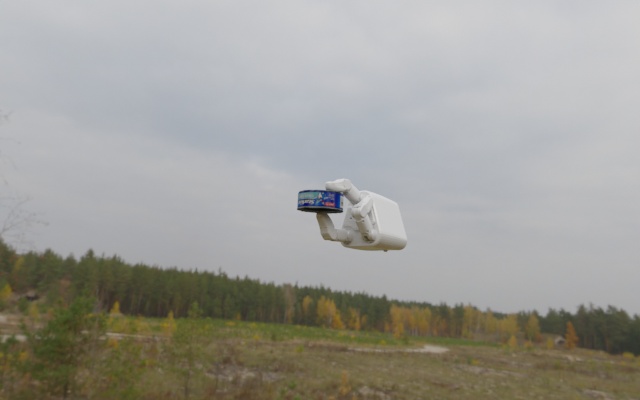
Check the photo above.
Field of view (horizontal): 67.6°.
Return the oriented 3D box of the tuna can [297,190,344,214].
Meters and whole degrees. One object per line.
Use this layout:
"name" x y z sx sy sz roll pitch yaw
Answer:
"tuna can" 0.000 0.002 0.878 0.086 0.033 0.086 3 -8 0
